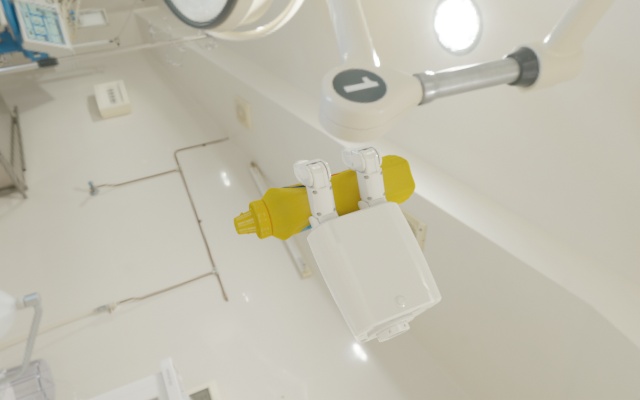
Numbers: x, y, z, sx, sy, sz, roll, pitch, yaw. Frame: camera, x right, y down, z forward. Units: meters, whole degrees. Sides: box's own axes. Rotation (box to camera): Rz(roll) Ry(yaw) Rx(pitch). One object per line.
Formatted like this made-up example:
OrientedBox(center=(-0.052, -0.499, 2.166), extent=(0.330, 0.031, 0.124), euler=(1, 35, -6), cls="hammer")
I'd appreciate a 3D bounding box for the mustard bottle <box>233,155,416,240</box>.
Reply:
OrientedBox(center=(0.000, 0.001, 0.521), extent=(0.191, 0.058, 0.096), euler=(-17, 1, -18), cls="mustard bottle")
